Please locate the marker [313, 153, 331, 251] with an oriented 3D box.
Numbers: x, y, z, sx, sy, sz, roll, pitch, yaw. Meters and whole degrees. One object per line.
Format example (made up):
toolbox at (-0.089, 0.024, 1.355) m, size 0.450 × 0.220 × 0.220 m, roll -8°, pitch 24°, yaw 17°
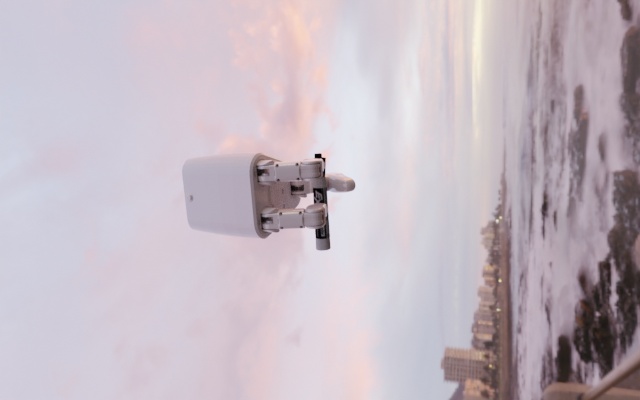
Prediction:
marker at (0.000, 0.002, 0.595) m, size 0.020 × 0.121 × 0.020 m, roll -3°, pitch 10°, yaw 1°
